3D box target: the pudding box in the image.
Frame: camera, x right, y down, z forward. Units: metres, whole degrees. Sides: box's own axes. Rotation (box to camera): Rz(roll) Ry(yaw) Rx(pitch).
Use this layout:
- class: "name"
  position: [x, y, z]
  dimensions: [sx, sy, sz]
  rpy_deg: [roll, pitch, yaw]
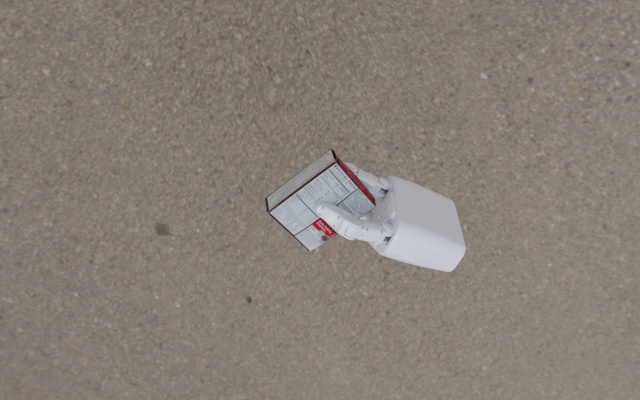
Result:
- class: "pudding box"
  position: [0.000, 0.002, 0.609]
  dimensions: [0.113, 0.090, 0.039]
  rpy_deg: [-37, 30, 12]
